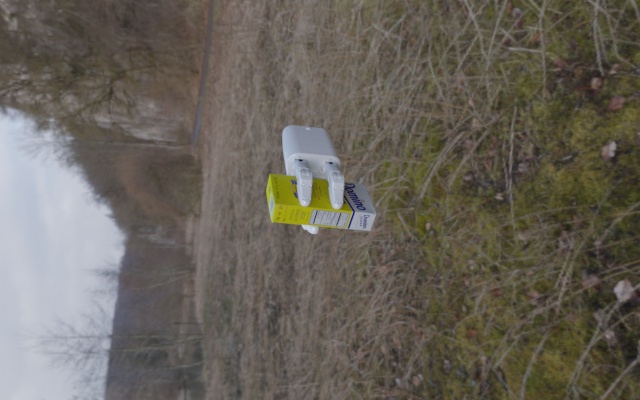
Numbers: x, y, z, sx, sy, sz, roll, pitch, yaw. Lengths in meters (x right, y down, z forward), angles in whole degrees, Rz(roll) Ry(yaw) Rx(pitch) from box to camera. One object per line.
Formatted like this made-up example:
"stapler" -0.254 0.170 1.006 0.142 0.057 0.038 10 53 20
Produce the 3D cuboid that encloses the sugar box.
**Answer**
"sugar box" 0.000 0.002 0.818 0.176 0.048 0.093 3 36 -15
